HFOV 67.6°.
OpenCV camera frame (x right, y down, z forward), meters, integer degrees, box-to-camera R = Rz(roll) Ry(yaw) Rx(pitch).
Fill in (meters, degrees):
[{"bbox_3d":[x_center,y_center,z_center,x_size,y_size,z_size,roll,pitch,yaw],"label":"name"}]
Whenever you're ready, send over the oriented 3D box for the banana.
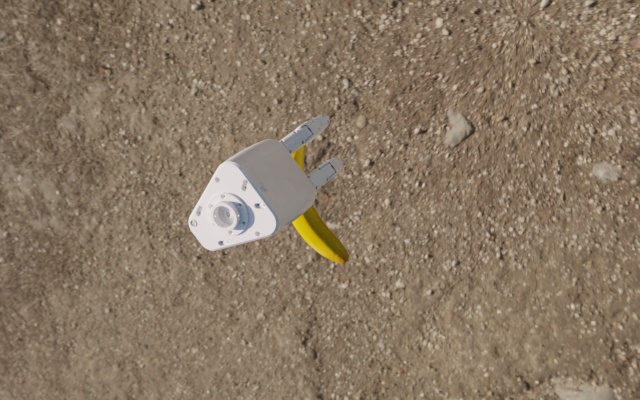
[{"bbox_3d":[-0.018,0.003,0.664,0.069,0.198,0.037,-12,12,21],"label":"banana"}]
